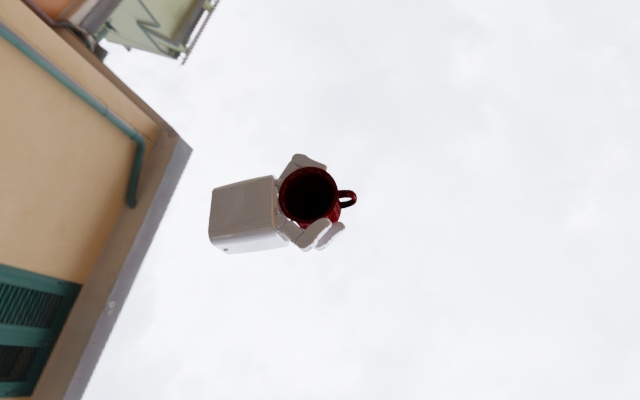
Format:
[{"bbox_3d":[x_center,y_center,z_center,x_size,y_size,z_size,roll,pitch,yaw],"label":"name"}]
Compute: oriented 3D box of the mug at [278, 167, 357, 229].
[{"bbox_3d":[0.002,0.002,0.756,0.117,0.093,0.081,-10,-21,8],"label":"mug"}]
